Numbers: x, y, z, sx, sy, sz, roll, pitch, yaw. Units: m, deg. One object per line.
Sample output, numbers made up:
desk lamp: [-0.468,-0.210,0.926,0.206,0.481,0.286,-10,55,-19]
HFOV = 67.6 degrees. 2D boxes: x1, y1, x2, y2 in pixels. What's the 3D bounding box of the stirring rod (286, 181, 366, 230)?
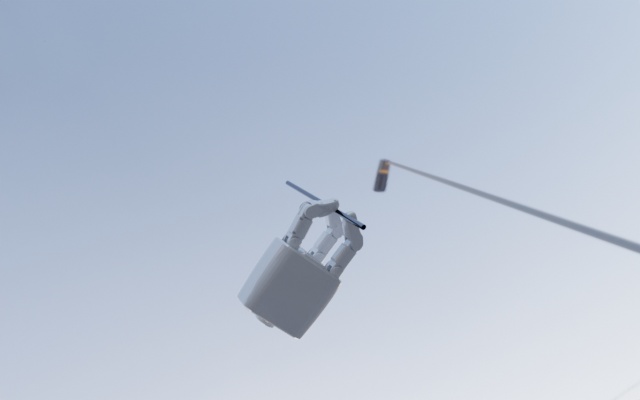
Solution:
stirring rod: [0.000,0.002,0.736,0.011,0.011,0.239,0,16,-30]
